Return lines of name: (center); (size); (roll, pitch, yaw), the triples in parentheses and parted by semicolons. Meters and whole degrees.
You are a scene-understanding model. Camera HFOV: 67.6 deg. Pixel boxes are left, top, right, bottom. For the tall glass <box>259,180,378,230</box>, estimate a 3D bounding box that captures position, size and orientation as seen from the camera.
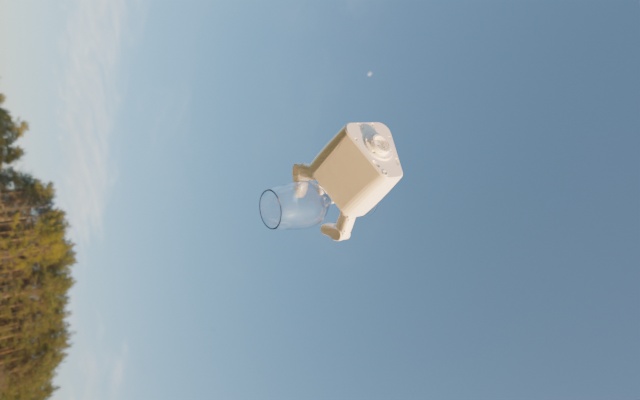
tall glass: (0.001, 0.003, 0.788); (0.201, 0.079, 0.079); (-8, 5, -38)
